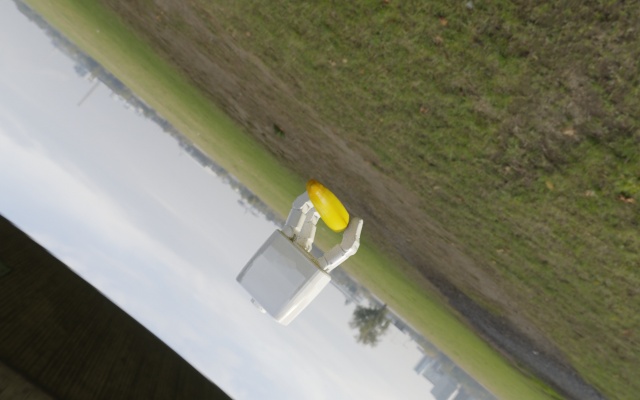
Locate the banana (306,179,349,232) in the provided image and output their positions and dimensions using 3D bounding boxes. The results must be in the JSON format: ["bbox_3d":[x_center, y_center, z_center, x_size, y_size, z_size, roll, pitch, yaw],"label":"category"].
[{"bbox_3d":[0.014,0.016,0.733,0.069,0.037,0.198,44,-3,11],"label":"banana"}]
